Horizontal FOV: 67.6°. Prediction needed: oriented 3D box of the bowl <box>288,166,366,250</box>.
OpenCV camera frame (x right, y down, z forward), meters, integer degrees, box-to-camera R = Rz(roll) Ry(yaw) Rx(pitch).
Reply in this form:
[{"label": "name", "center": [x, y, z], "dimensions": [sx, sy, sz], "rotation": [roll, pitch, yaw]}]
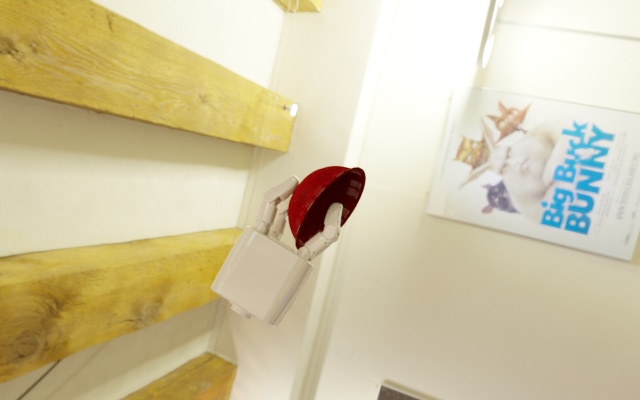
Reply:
[{"label": "bowl", "center": [0.001, 0.001, 0.750], "dimensions": [0.055, 0.162, 0.162], "rotation": [38, 17, 23]}]
